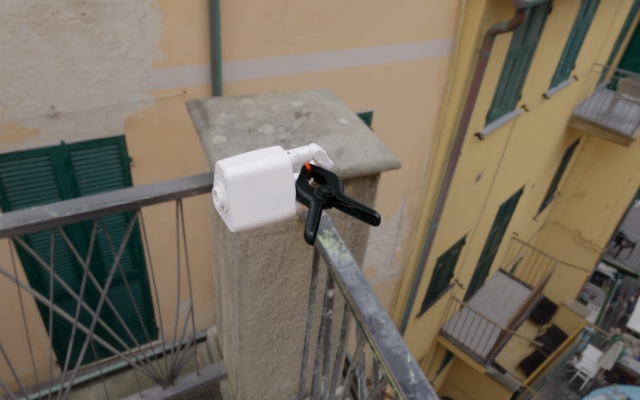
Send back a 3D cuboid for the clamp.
[{"bbox_3d":[0.000,0.002,0.742,0.120,0.039,0.171,-17,42,-27],"label":"clamp"}]
